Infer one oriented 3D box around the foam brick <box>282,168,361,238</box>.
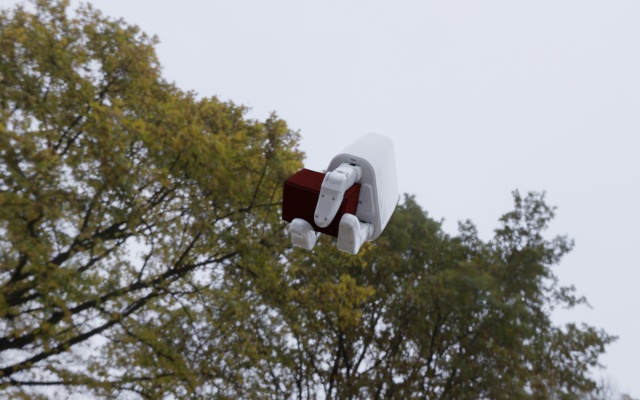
[{"bbox_3d":[0.000,0.002,0.565,0.078,0.053,0.051,17,30,17],"label":"foam brick"}]
